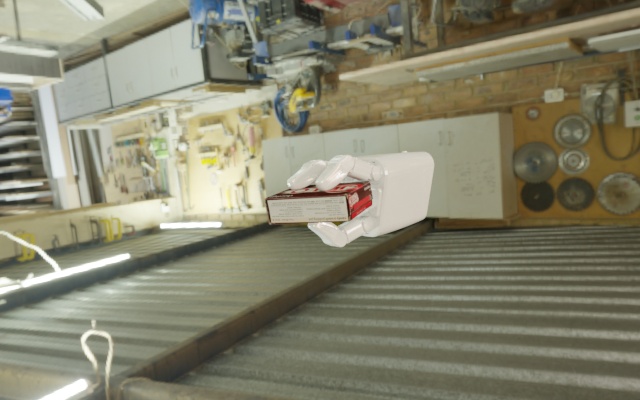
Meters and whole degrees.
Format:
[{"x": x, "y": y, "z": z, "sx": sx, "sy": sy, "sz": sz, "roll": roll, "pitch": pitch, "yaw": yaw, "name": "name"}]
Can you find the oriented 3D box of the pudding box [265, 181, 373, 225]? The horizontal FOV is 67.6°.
[{"x": 0.000, "y": 0.002, "z": 0.609, "sx": 0.113, "sy": 0.039, "sz": 0.090, "roll": -5, "pitch": 9, "yaw": 24, "name": "pudding box"}]
